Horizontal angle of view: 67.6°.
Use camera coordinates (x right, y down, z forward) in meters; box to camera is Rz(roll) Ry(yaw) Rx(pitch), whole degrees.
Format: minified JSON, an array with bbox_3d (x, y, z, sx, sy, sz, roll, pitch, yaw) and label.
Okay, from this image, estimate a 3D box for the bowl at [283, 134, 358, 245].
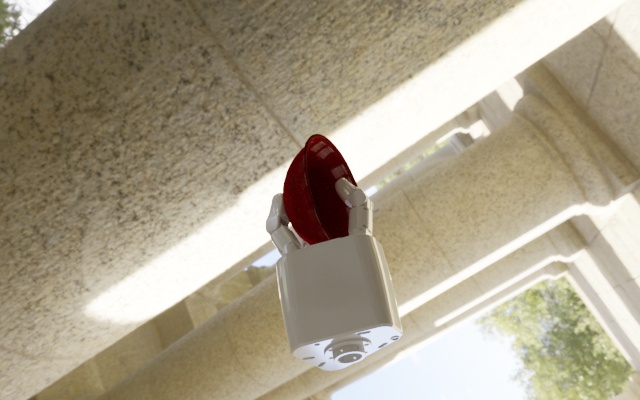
[{"bbox_3d":[0.000,0.001,0.595,0.055,0.162,0.162,-19,-8,24],"label":"bowl"}]
